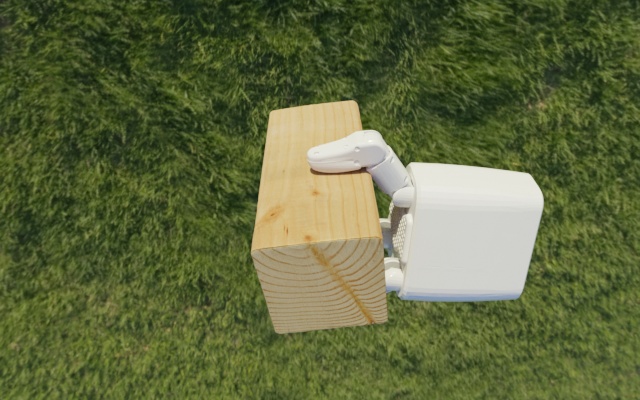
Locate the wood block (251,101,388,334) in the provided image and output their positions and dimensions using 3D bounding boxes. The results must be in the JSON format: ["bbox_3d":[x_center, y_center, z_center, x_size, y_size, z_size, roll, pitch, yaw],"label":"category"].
[{"bbox_3d":[0.000,0.001,0.421,0.090,0.091,0.206,-7,37,3],"label":"wood block"}]
